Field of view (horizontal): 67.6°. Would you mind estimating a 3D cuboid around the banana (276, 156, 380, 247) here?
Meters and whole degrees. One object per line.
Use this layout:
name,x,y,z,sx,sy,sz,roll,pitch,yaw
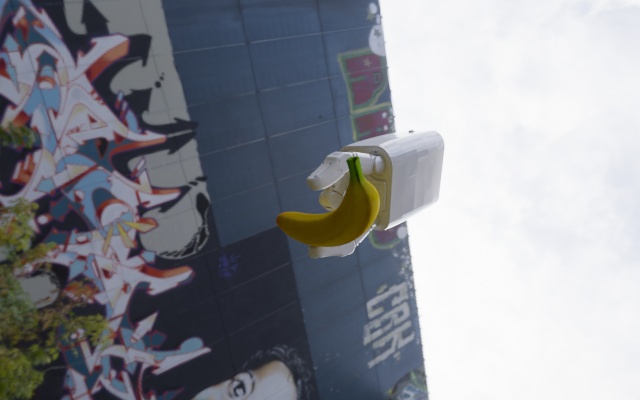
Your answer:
banana,0.010,0.017,0.513,0.037,0.069,0.198,-21,-8,-33
